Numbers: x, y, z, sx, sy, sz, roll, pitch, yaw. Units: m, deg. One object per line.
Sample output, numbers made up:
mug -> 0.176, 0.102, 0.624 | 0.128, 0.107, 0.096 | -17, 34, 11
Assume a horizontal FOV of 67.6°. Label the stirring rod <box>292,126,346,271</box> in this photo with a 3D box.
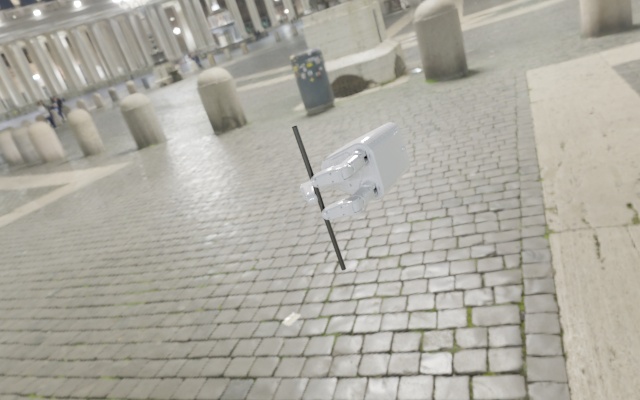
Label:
stirring rod -> 0.000, 0.002, 0.715 | 0.011, 0.240, 0.011 | -17, 21, 6
